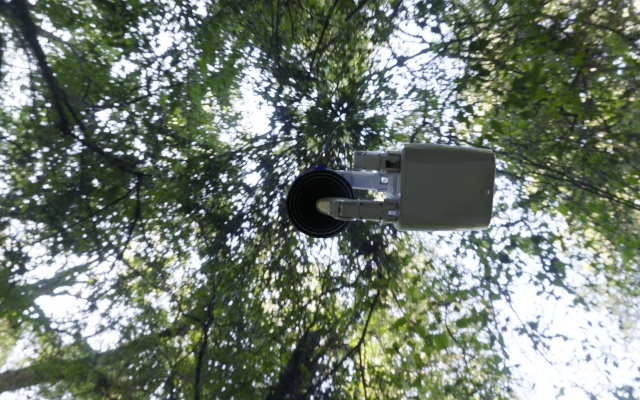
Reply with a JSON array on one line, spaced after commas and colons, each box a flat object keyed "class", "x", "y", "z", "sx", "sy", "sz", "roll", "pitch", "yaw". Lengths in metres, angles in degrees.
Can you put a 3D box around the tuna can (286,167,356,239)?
[{"class": "tuna can", "x": 0.000, "y": 0.002, "z": 0.594, "sx": 0.086, "sy": 0.086, "sz": 0.033, "roll": 0, "pitch": 10, "yaw": -3}]
